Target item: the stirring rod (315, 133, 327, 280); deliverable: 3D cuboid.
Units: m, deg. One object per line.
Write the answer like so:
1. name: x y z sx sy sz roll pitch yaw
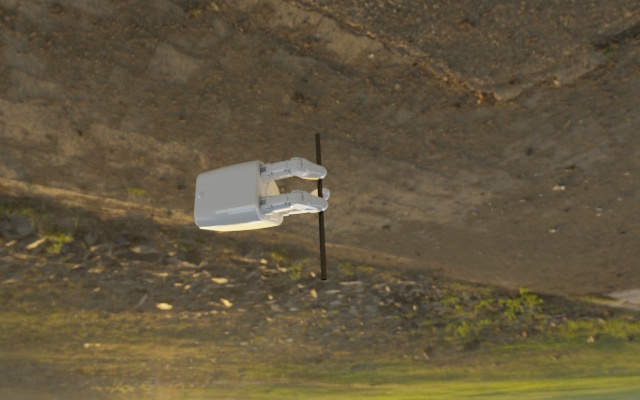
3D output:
1. stirring rod: 0.000 0.002 0.721 0.011 0.239 0.011 -2 -25 -1
